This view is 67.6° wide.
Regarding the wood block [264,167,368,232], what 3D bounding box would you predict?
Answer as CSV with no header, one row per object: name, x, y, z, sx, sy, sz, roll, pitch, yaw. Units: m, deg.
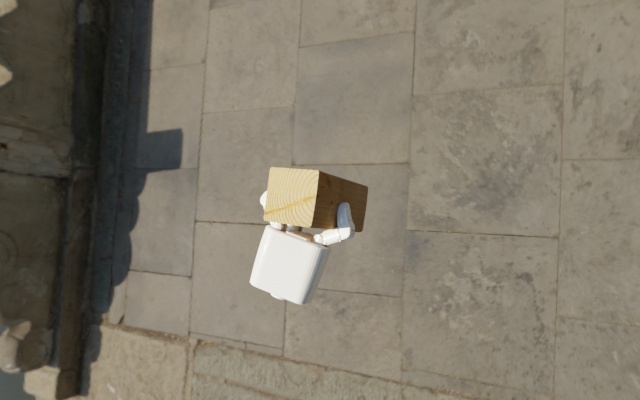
wood block,0.000,0.003,0.831,0.091,0.090,0.206,7,-2,27
